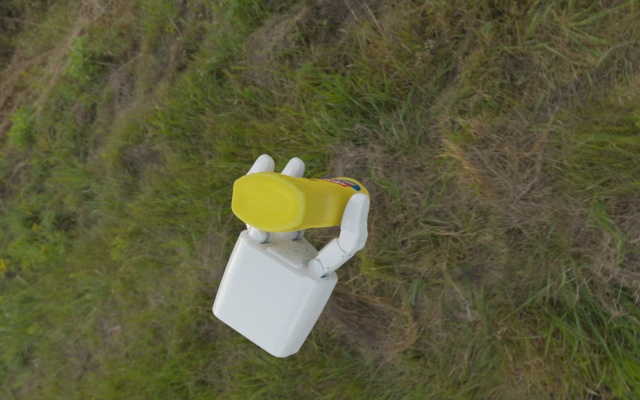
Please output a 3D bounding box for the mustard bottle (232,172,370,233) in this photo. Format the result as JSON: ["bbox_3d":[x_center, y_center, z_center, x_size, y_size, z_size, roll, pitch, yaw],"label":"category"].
[{"bbox_3d":[0.000,0.001,0.535,0.096,0.058,0.191,8,4,35],"label":"mustard bottle"}]
